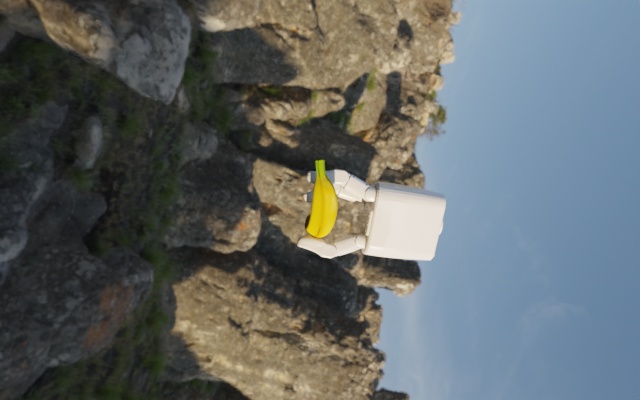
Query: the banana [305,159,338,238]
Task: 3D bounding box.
[{"bbox_3d":[0.000,0.018,0.698,0.037,0.069,0.198,3,-26,-6],"label":"banana"}]
